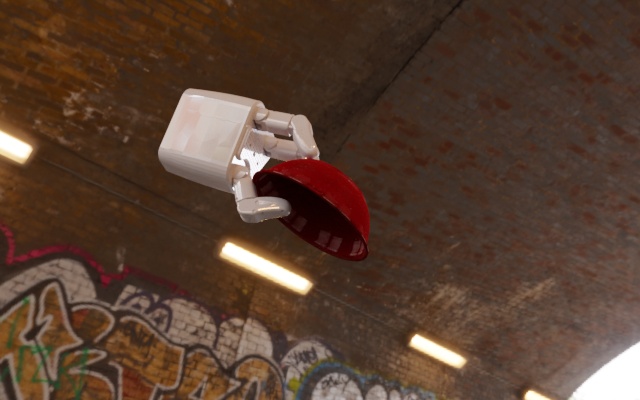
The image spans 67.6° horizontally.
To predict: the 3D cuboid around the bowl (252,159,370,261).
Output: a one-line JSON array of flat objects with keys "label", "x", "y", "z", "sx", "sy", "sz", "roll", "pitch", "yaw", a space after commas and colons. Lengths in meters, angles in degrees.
[{"label": "bowl", "x": 0.001, "y": 0.002, "z": 0.562, "sx": 0.162, "sy": 0.055, "sz": 0.162, "roll": 31, "pitch": -22, "yaw": 14}]
